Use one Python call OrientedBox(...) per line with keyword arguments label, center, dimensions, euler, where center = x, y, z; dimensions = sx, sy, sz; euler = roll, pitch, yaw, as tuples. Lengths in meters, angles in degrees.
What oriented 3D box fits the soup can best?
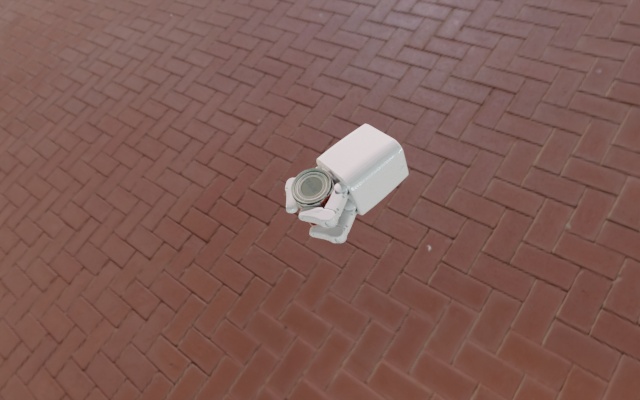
OrientedBox(label="soup can", center=(0.000, 0.003, 0.769), dimensions=(0.068, 0.068, 0.102), euler=(0, -30, 19))
